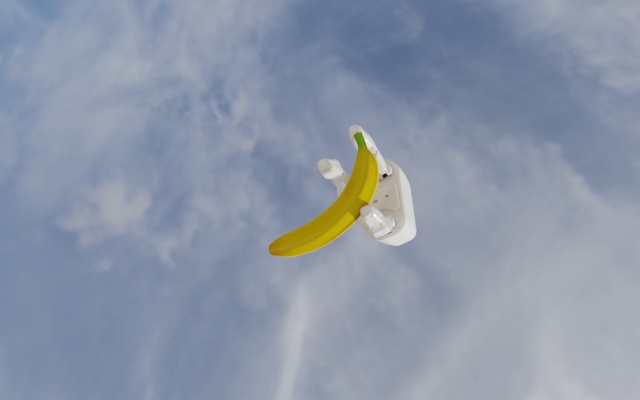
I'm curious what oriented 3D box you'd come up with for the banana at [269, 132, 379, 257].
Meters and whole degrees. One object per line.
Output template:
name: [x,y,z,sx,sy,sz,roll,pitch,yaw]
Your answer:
banana: [0.015,0.011,0.614,0.069,0.198,0.037,41,6,22]
